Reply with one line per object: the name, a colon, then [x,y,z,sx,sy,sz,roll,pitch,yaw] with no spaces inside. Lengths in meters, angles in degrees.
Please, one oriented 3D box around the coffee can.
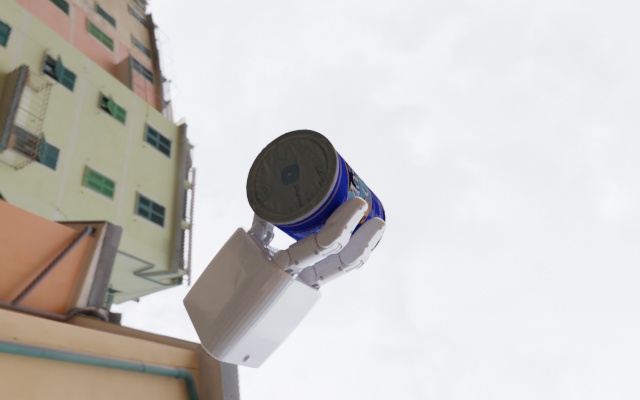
coffee can: [0.000,0.001,0.522,0.103,0.102,0.140,0,-24,29]
